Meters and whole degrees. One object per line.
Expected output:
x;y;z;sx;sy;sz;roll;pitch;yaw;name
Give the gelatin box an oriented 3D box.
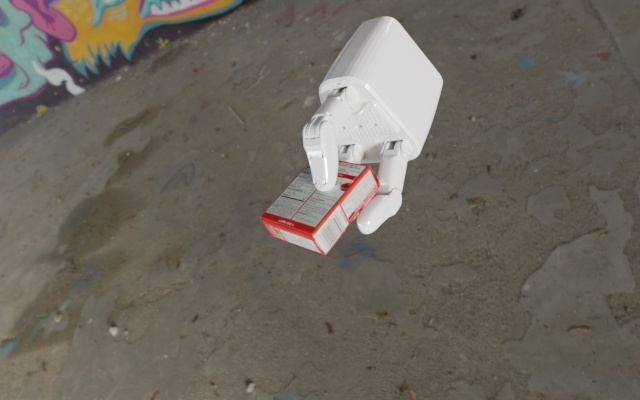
0.000;0.001;0.436;0.073;0.030;0.089;14;55;44;gelatin box
